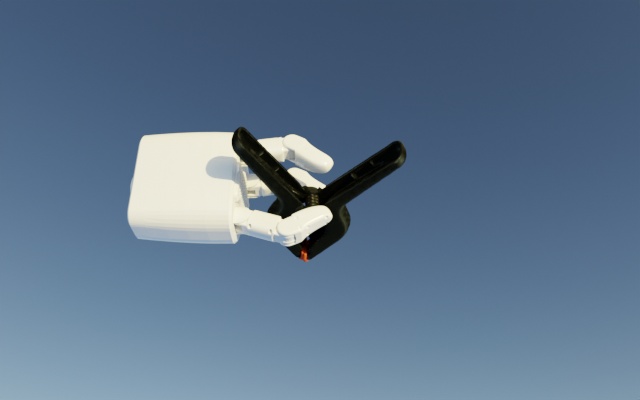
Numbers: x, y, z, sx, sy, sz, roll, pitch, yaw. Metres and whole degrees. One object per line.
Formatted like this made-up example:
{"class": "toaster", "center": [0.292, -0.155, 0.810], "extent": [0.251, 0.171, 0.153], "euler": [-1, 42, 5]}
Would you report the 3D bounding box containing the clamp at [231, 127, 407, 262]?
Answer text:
{"class": "clamp", "center": [0.000, 0.003, 0.516], "extent": [0.164, 0.036, 0.210], "euler": [1, -37, 1]}
